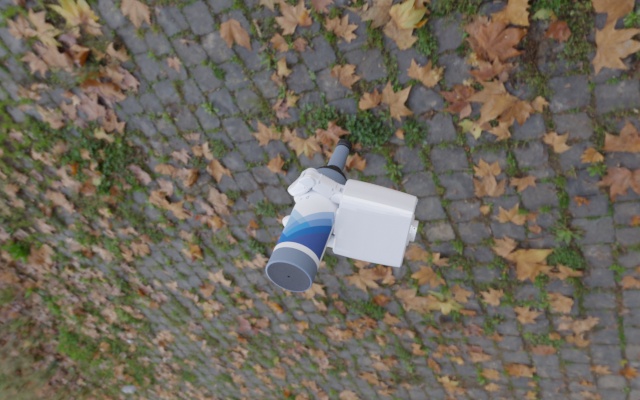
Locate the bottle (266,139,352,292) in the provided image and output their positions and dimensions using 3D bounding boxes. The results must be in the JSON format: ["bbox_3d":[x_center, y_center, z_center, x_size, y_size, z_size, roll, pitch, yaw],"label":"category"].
[{"bbox_3d":[0.000,0.003,0.737,0.069,0.069,0.295,0,43,23],"label":"bottle"}]
